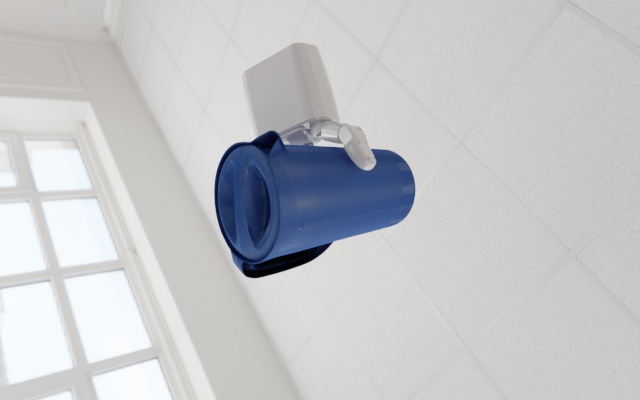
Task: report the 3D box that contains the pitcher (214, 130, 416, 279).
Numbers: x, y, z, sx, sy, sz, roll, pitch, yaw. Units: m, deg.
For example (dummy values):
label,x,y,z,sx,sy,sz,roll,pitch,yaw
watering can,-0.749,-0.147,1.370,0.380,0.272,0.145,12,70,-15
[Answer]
label,x,y,z,sx,sy,sz,roll,pitch,yaw
pitcher,0.000,0.002,0.594,0.243,0.145,0.149,-6,-12,-40
